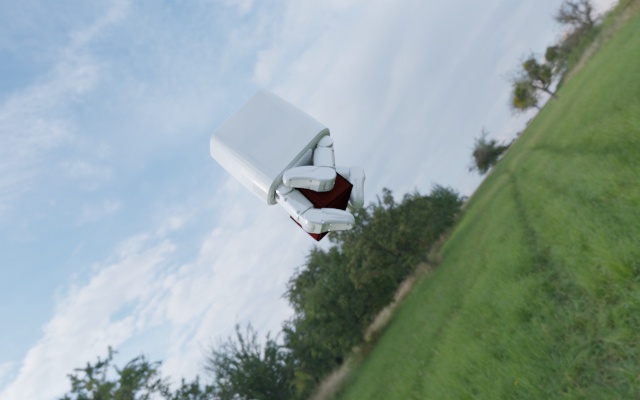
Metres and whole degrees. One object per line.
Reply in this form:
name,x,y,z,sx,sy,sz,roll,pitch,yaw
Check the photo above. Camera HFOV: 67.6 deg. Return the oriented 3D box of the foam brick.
foam brick,0.000,0.002,0.597,0.051,0.078,0.053,38,56,17
